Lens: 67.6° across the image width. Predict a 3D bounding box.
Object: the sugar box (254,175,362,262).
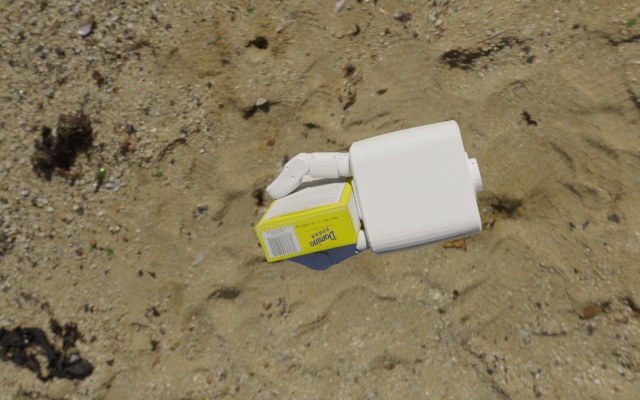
[{"bbox_3d":[0.000,0.002,0.518,0.093,0.048,0.176,-13,15,15],"label":"sugar box"}]
